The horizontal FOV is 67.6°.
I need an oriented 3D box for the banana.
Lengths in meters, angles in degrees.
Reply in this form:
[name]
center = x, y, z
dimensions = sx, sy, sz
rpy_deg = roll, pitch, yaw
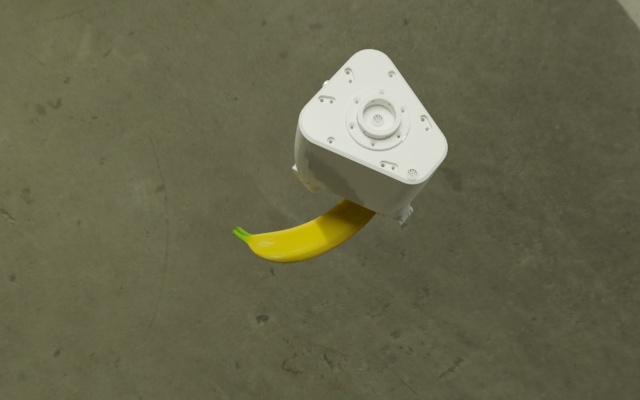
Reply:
[banana]
center = 0.005, 0.020, 0.522
dimensions = 0.198, 0.069, 0.037
rpy_deg = -24, -12, -5
